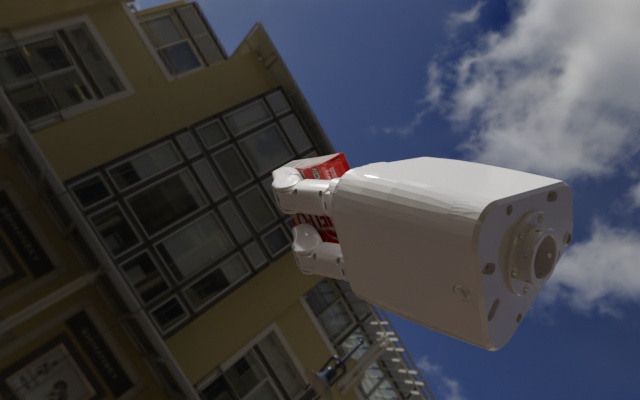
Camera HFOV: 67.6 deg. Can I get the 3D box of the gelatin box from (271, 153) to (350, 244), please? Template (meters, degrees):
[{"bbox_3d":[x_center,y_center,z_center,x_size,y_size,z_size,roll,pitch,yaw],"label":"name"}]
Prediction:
[{"bbox_3d":[0.000,0.001,0.407,0.030,0.073,0.089,-30,14,-27],"label":"gelatin box"}]
